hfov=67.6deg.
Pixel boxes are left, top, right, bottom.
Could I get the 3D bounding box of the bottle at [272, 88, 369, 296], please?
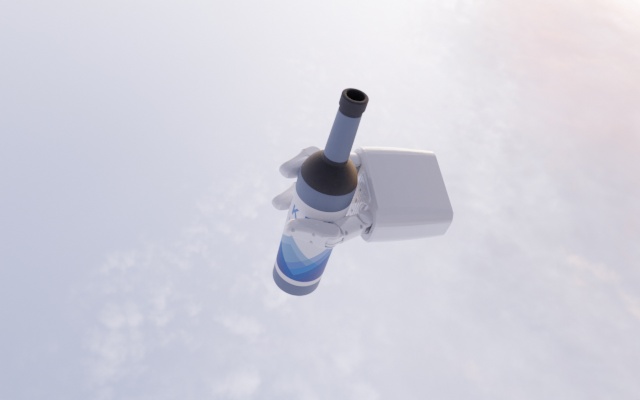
[{"bbox_3d":[0.000,0.002,0.554,0.069,0.069,0.296,0,-44,-18],"label":"bottle"}]
